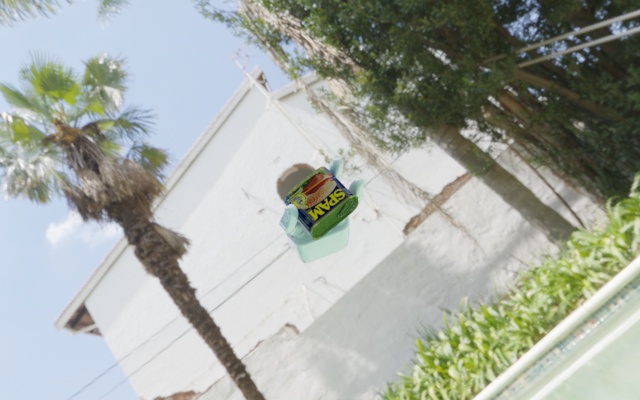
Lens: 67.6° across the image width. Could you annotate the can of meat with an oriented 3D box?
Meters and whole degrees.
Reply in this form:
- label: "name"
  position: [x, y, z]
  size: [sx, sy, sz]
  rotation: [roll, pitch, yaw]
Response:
- label: "can of meat"
  position: [0.000, 0.002, 0.819]
  size: [0.102, 0.084, 0.057]
  rotation: [-38, -25, -10]
